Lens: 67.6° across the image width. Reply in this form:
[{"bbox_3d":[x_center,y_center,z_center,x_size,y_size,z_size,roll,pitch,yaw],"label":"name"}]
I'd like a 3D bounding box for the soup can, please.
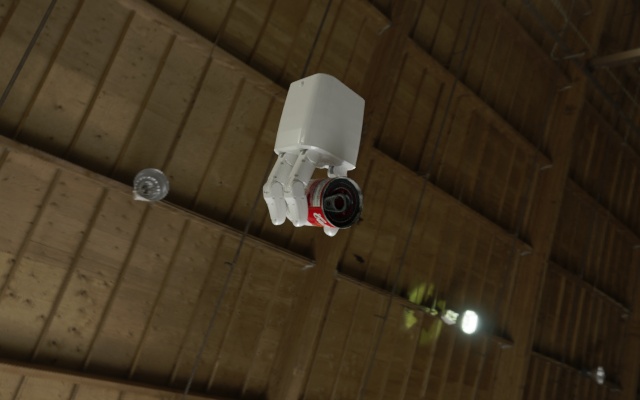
[{"bbox_3d":[0.000,0.003,0.658,0.068,0.068,0.102,0,0,-36],"label":"soup can"}]
